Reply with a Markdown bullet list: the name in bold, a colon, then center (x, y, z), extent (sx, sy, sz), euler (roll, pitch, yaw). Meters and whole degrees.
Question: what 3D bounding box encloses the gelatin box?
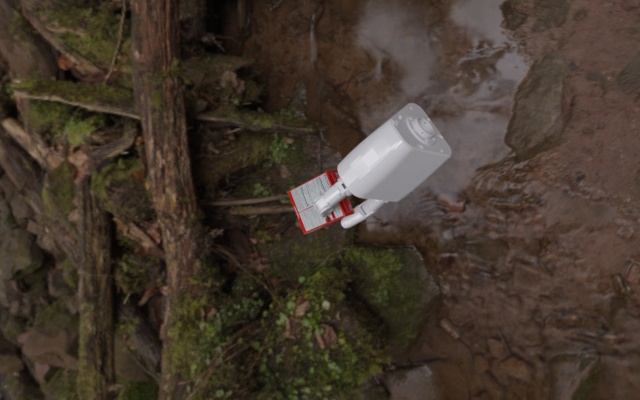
- **gelatin box**: center (0.000, 0.003, 0.732), extent (0.089, 0.073, 0.030), euler (-26, -6, 36)
